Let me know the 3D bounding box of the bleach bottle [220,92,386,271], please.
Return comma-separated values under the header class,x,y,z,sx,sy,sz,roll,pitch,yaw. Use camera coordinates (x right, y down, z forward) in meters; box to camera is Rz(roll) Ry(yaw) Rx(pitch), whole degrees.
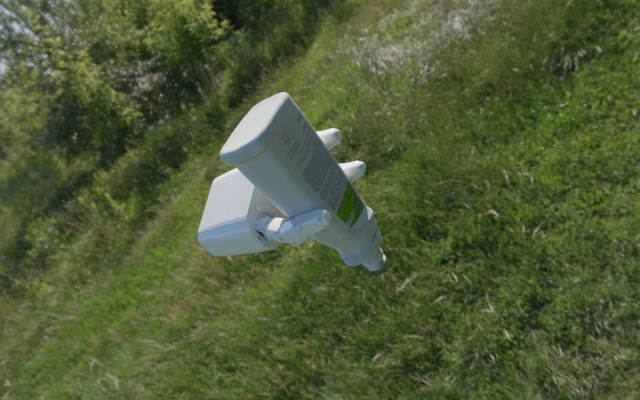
class,x,y,z,sx,sy,sz,roll,pitch,yaw
bleach bottle,0.000,0.002,0.558,0.068,0.102,0.251,-14,-53,39
